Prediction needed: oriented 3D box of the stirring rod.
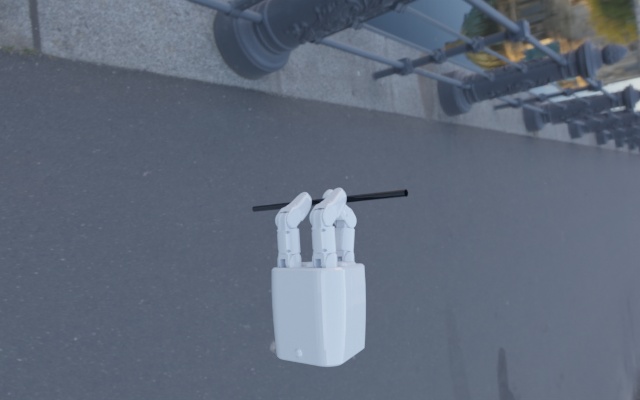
[{"bbox_3d":[0.000,0.002,0.593,0.239,0.011,0.011,-6,-4,39],"label":"stirring rod"}]
